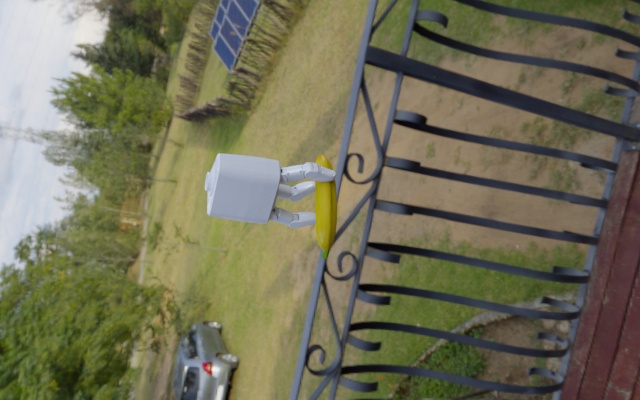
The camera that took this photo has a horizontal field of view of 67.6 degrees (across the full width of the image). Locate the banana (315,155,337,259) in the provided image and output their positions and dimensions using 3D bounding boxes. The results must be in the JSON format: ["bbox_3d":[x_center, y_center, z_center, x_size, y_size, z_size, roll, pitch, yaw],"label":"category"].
[{"bbox_3d":[0.006,0.002,0.859,0.037,0.197,0.070,5,-15,-17],"label":"banana"}]
